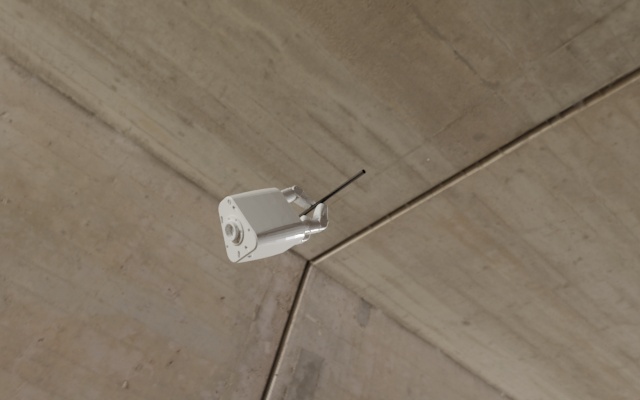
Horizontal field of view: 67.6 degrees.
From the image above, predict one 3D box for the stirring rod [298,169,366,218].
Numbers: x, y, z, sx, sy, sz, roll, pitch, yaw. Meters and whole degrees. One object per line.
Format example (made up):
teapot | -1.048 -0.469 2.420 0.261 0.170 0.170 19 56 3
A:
stirring rod | 0.000 0.003 0.887 0.011 0.011 0.240 0 -26 -43
